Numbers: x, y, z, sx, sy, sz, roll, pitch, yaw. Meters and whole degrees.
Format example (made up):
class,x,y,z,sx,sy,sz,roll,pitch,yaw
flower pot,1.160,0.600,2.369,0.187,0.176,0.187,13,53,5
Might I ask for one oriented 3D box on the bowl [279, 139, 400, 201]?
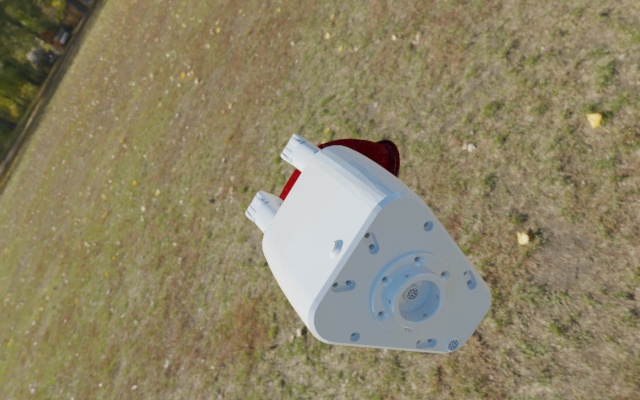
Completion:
class,x,y,z,sx,sy,sz,roll,pitch,yaw
bowl,-0.001,0.001,0.435,0.055,0.162,0.162,31,-9,-16
